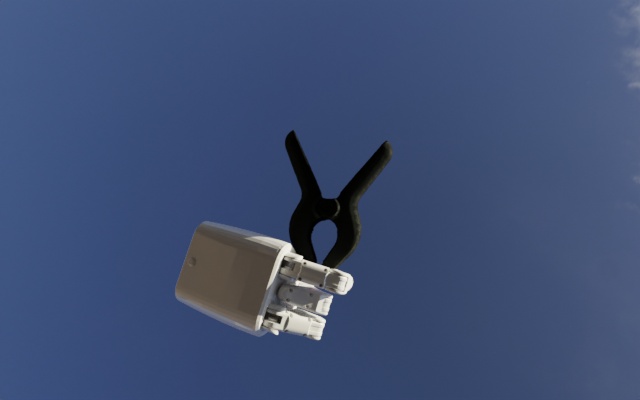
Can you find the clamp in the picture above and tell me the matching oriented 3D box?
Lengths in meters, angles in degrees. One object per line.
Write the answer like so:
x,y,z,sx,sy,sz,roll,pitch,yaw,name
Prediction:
0.000,0.002,0.527,0.120,0.171,0.039,16,-9,16,clamp
